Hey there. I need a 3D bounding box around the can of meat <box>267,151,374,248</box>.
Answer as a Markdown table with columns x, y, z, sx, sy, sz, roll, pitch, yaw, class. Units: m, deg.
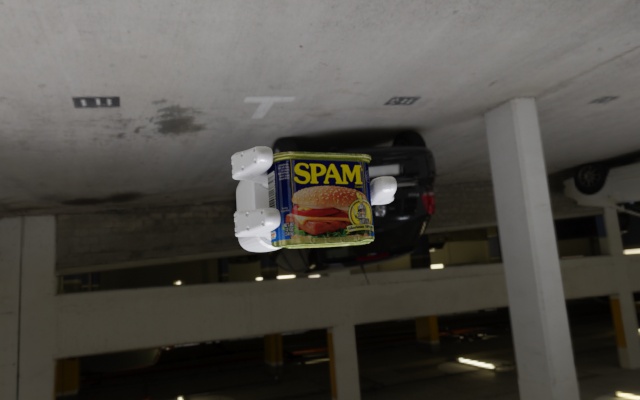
| x | y | z | sx | sy | sz | roll | pitch | yaw | class |
| --- | --- | --- | --- | --- | --- | --- | --- | --- | --- |
| 0.000 | 0.002 | 0.455 | 0.102 | 0.084 | 0.057 | 0 | -9 | -24 | can of meat |
